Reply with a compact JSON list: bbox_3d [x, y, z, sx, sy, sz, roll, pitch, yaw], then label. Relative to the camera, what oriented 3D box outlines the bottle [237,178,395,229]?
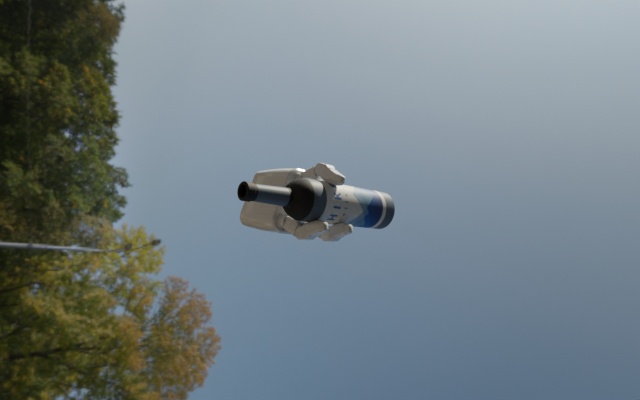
[{"bbox_3d":[0.000,0.002,0.752,0.296,0.069,0.069,8,-6,-43],"label":"bottle"}]
